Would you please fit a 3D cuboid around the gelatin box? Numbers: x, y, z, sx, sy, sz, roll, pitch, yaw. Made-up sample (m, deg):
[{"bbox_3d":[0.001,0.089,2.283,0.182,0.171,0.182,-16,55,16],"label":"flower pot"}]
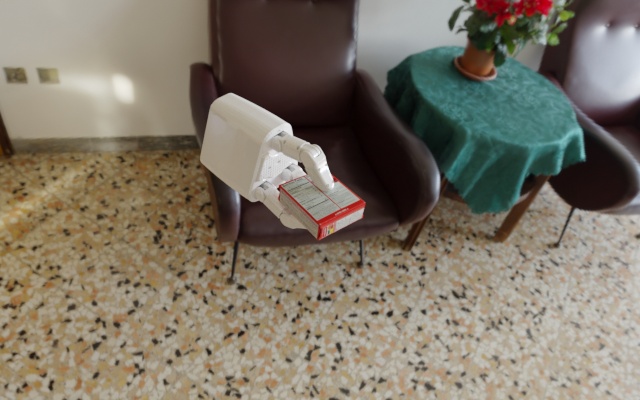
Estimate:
[{"bbox_3d":[0.000,0.002,0.605,0.073,0.030,0.089,-25,49,-31],"label":"gelatin box"}]
